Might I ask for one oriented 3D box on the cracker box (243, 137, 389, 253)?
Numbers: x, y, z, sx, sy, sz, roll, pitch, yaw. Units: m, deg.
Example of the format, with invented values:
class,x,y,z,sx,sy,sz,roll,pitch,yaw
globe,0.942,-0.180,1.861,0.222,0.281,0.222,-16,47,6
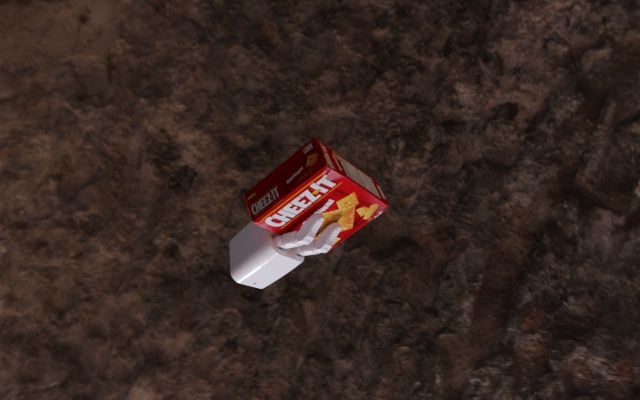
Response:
class,x,y,z,sx,sy,sz,roll,pitch,yaw
cracker box,0.000,0.003,0.843,0.164,0.072,0.214,-38,-36,19
